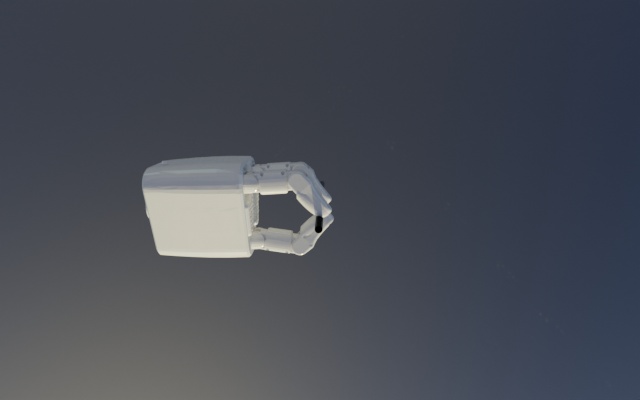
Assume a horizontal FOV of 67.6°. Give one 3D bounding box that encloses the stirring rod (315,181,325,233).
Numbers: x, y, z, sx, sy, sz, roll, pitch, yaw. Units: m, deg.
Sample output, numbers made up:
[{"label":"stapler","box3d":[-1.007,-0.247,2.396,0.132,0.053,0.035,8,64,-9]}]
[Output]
[{"label":"stirring rod","box3d":[0.000,0.002,0.587,0.011,0.011,0.239,0,13,1]}]
